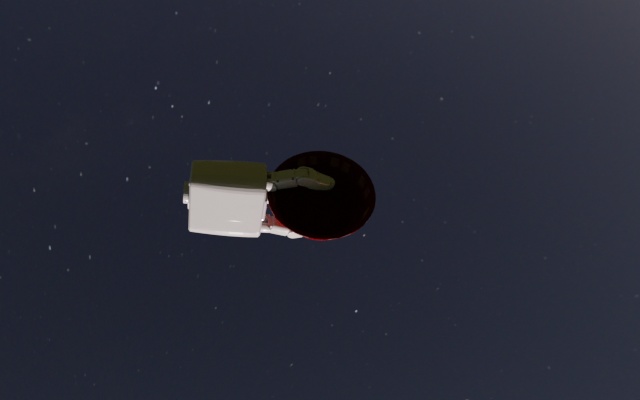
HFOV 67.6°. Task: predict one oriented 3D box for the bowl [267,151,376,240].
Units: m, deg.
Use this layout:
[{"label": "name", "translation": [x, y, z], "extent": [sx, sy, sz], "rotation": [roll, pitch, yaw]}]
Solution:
[{"label": "bowl", "translation": [0.001, 0.003, 0.726], "extent": [0.162, 0.162, 0.055], "rotation": [0, -35, -4]}]
